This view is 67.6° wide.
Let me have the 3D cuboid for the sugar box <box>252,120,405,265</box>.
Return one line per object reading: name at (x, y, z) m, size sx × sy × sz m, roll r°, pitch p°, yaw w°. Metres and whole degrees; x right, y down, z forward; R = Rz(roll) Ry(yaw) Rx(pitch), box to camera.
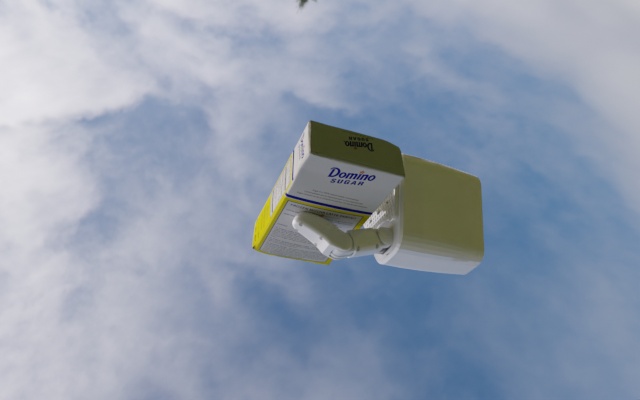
sugar box at (0.000, 0.001, 0.478) m, size 0.093 × 0.048 × 0.176 m, roll 13°, pitch -40°, yaw -19°
